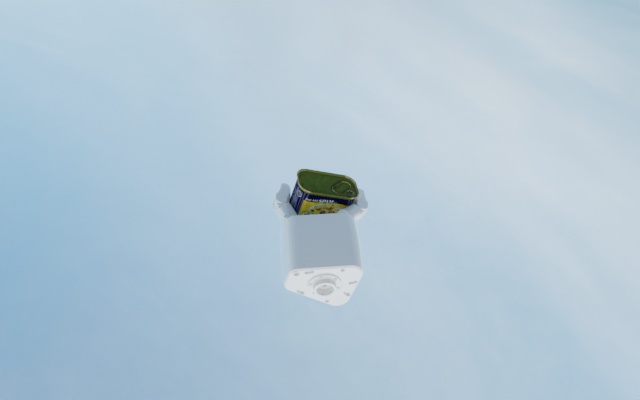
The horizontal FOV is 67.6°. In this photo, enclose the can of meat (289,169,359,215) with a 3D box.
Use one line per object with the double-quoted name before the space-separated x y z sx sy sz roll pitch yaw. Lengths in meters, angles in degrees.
"can of meat" 0.000 0.003 0.783 0.102 0.084 0.057 8 40 -18
